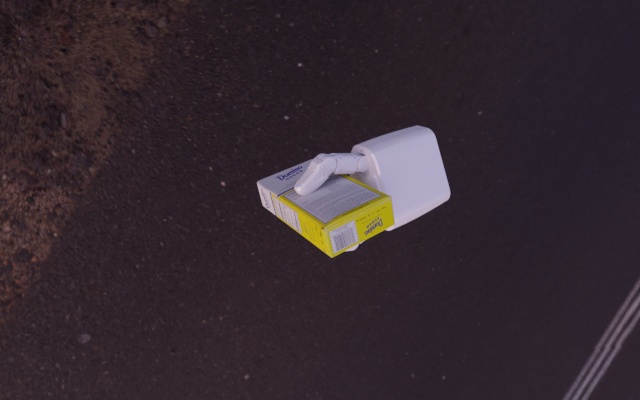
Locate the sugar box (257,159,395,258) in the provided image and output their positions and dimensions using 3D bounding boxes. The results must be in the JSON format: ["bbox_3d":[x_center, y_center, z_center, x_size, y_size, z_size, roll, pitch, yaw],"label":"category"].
[{"bbox_3d":[0.000,0.002,0.596,0.093,0.048,0.176,-24,27,-23],"label":"sugar box"}]
